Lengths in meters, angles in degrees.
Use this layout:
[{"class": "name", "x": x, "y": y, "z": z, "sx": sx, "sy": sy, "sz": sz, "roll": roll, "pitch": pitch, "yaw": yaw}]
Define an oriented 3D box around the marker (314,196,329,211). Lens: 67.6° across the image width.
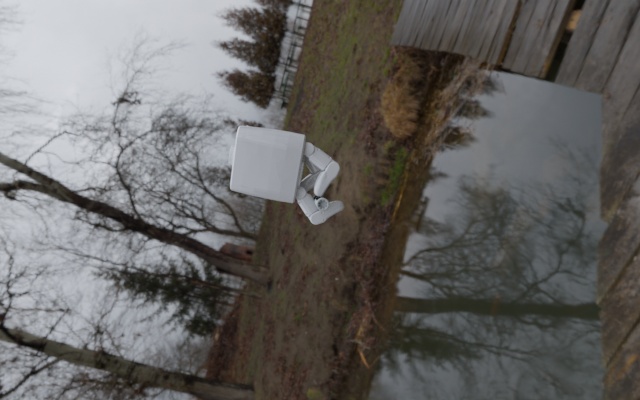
[{"class": "marker", "x": 0.000, "y": 0.002, "z": 0.748, "sx": 0.020, "sy": 0.020, "sz": 0.121, "roll": 0, "pitch": 3, "yaw": -3}]
